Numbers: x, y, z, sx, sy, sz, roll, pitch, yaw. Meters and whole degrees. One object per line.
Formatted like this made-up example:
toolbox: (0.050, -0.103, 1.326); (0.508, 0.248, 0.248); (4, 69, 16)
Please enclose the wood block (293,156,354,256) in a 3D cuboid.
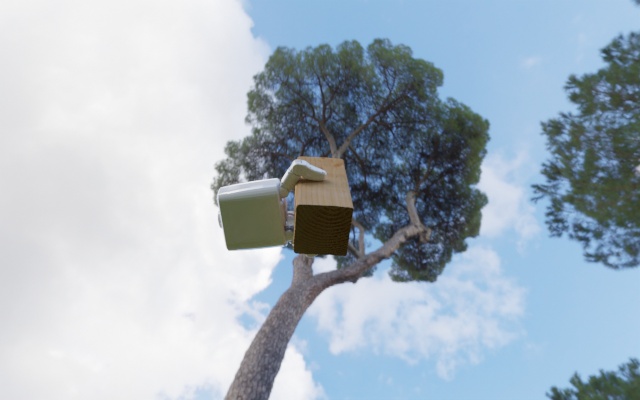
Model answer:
wood block: (0.000, 0.002, 0.838); (0.090, 0.091, 0.206); (3, 26, -4)
